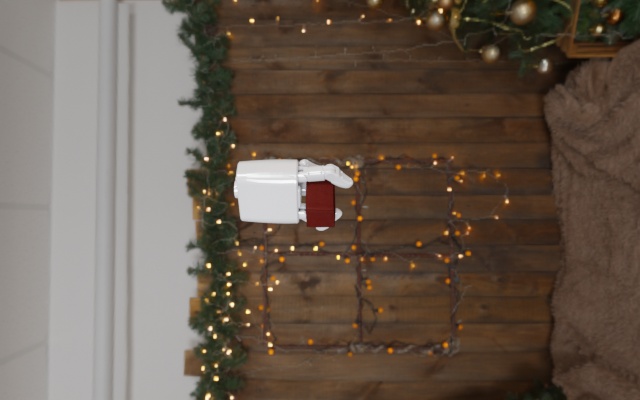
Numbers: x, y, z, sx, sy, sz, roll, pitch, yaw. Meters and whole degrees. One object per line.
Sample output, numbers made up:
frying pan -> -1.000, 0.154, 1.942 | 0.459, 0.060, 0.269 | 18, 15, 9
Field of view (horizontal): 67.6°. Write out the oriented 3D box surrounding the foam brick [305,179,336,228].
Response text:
foam brick -> 0.000, 0.003, 0.842 | 0.051, 0.078, 0.053 | 0, -39, 0
